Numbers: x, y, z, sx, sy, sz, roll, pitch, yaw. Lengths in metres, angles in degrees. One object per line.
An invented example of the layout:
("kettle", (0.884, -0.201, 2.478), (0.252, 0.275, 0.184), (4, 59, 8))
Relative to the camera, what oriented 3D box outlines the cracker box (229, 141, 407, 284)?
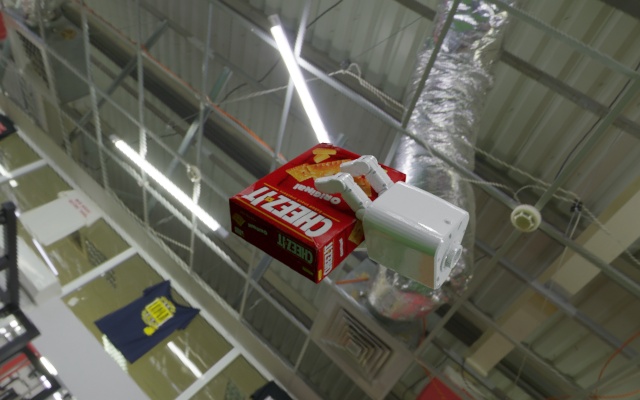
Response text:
("cracker box", (0.000, 0.002, 0.698), (0.164, 0.072, 0.213), (26, 43, 30))
